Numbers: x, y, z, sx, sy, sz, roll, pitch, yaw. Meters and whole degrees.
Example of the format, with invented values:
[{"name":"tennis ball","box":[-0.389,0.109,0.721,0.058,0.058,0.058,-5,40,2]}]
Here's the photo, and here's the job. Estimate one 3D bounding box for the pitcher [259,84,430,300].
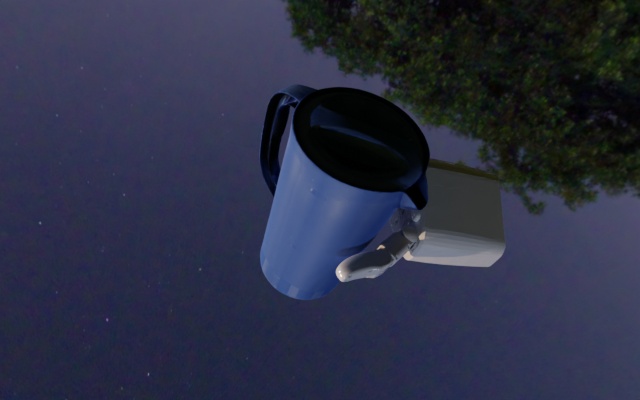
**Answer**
[{"name":"pitcher","box":[0.000,0.002,0.523,0.145,0.149,0.243,7,-39,-15]}]
